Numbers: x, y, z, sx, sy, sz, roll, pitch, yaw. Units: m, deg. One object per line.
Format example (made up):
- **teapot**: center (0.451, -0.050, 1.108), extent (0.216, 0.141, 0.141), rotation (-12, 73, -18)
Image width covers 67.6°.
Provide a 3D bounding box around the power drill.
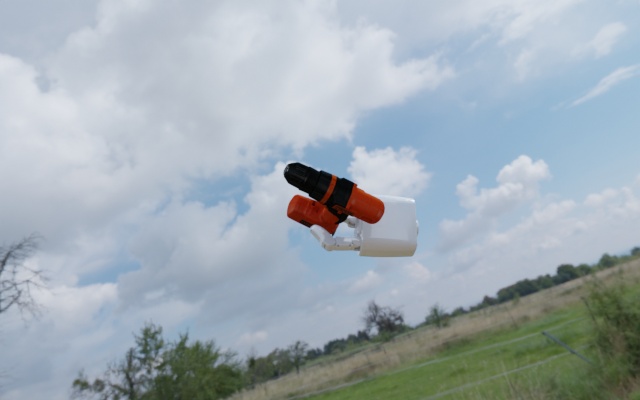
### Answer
- **power drill**: center (0.000, 0.003, 0.858), extent (0.184, 0.057, 0.188), rotation (27, -19, -12)
